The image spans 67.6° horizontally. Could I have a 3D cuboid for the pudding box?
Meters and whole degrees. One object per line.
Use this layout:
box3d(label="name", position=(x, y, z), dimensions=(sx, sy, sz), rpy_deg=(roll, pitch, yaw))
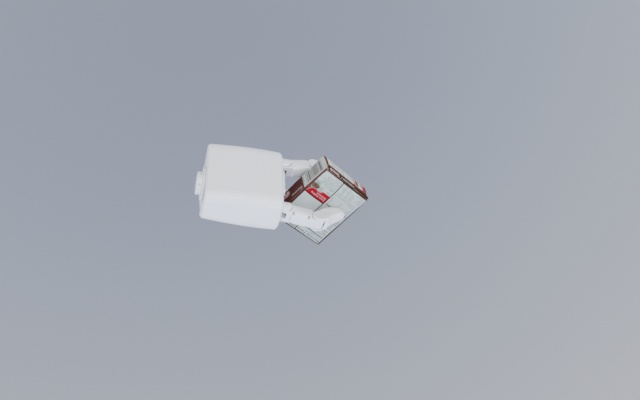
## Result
box3d(label="pudding box", position=(0.000, 0.002, 0.712), dimensions=(0.090, 0.113, 0.039), rpy_deg=(36, 24, -30))
